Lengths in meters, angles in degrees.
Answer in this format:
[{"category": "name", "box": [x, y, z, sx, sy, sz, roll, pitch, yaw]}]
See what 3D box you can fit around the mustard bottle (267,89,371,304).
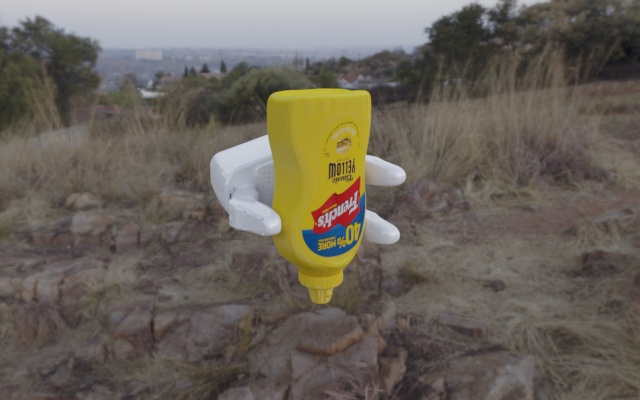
[{"category": "mustard bottle", "box": [0.000, 0.001, 0.420, 0.058, 0.192, 0.096, 16, 23, 41]}]
